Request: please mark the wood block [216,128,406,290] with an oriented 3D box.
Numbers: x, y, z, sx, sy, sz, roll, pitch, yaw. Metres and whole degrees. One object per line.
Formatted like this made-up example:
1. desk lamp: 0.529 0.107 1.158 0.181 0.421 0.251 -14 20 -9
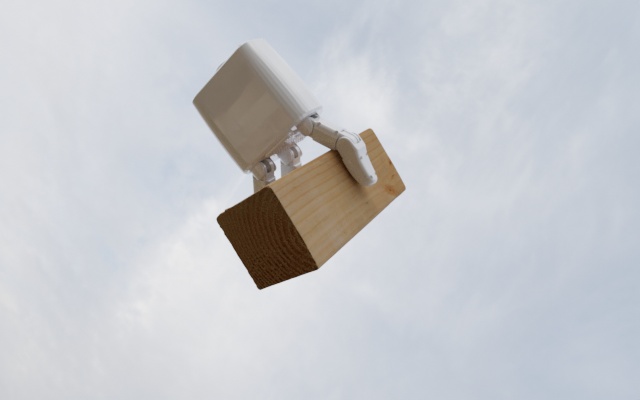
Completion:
1. wood block: 0.000 0.001 0.529 0.091 0.090 0.206 -27 6 40
